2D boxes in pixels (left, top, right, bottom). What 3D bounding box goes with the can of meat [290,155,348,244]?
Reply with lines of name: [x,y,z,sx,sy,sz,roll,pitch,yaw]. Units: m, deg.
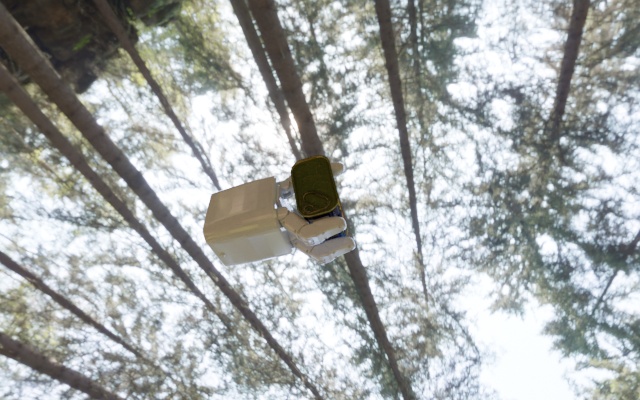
can of meat: [0.000,0.002,0.675,0.057,0.102,0.084,-16,-39,4]
